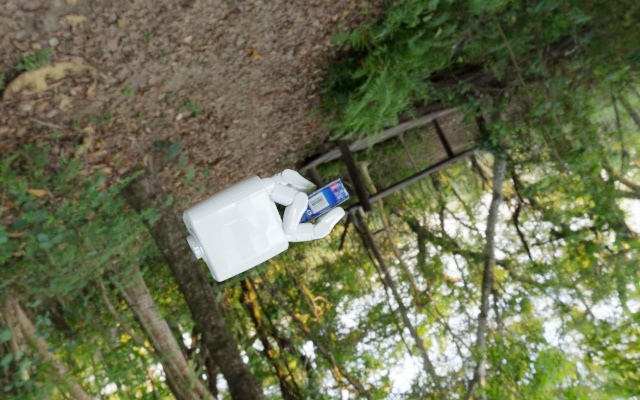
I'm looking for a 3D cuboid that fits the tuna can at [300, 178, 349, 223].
[{"bbox_3d":[0.000,0.003,0.721,0.086,0.034,0.086,-31,-1,-1],"label":"tuna can"}]
